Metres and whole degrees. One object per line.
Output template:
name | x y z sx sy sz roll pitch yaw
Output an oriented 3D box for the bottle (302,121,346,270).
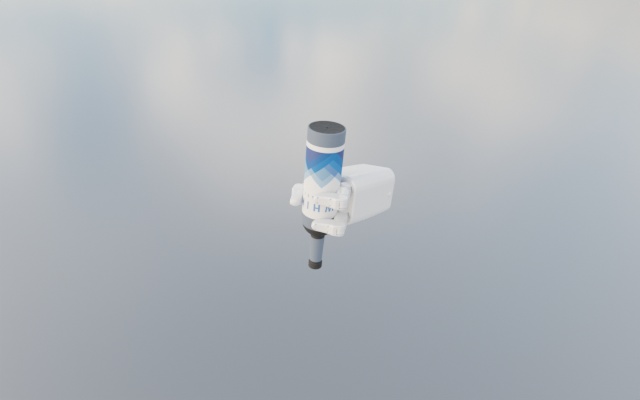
bottle | 0.000 0.003 0.885 0.069 0.296 0.069 4 30 -2
